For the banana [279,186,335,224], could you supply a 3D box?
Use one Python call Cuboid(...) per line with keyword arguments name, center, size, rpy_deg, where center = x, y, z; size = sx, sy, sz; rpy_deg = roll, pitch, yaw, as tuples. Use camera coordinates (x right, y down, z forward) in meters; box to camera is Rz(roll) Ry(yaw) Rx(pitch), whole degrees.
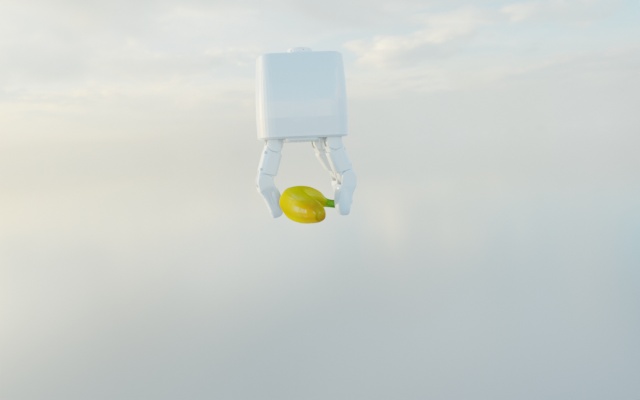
Cuboid(name="banana", center=(-0.018, 0.002, 0.598), size=(0.069, 0.037, 0.198), rpy_deg=(0, 5, 7))
